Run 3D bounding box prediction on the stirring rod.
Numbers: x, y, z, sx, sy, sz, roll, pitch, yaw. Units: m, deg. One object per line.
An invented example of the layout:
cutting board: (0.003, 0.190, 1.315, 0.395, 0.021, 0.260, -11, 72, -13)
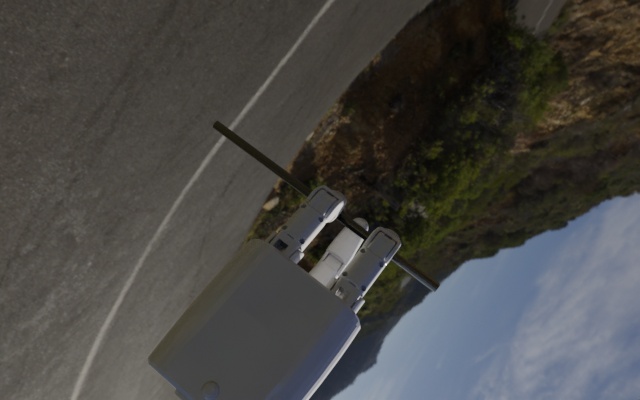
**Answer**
stirring rod: (0.000, 0.001, 0.411, 0.239, 0.011, 0.011, 36, 8, 11)
